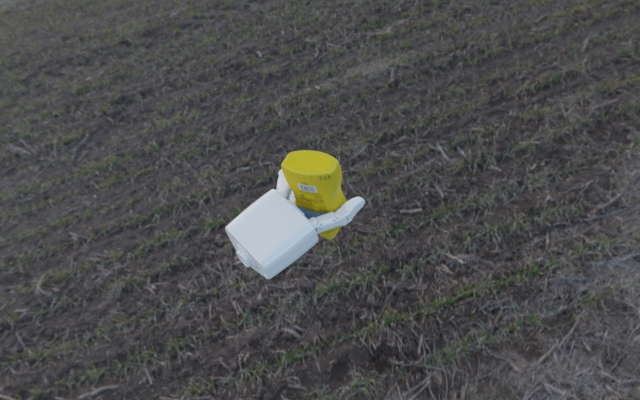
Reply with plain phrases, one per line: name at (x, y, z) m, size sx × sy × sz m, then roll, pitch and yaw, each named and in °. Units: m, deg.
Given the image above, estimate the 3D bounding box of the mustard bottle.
mustard bottle at (0.000, 0.002, 0.824) m, size 0.096 × 0.058 × 0.192 m, roll 9°, pitch -40°, yaw 23°
